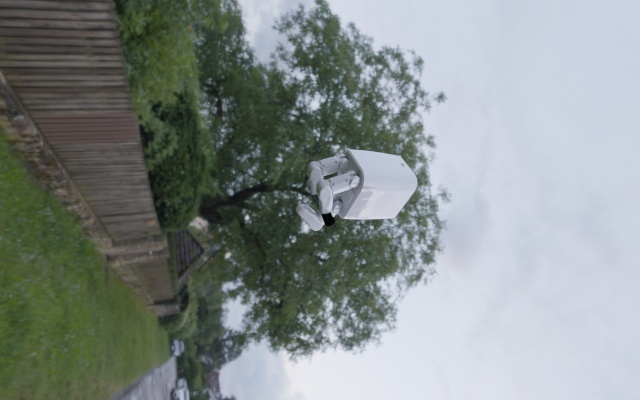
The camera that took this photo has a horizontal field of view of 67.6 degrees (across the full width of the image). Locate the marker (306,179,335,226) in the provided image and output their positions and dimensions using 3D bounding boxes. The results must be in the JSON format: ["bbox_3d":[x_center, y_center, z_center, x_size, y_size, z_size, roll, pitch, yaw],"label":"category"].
[{"bbox_3d":[0.000,0.003,0.824,0.020,0.020,0.121,0,37,-21],"label":"marker"}]
